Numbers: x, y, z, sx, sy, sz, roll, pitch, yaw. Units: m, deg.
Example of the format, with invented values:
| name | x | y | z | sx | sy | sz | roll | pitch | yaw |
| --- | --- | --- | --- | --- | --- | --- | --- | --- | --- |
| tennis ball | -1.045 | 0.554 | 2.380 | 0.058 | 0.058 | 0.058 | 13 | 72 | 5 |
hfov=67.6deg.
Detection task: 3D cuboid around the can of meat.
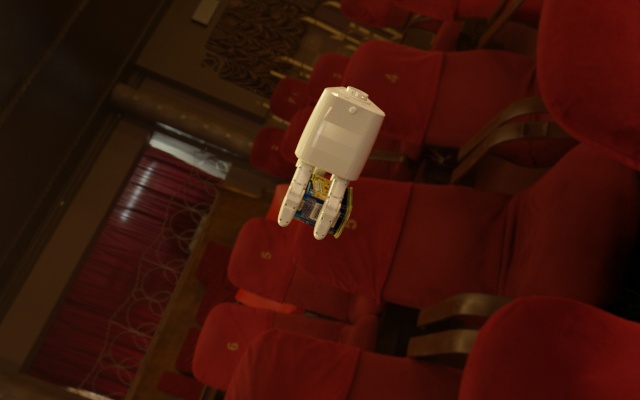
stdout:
| name | x | y | z | sx | sy | sz | roll | pitch | yaw |
| --- | --- | --- | --- | --- | --- | --- | --- | --- | --- |
| can of meat | 0.000 | 0.002 | 0.735 | 0.084 | 0.057 | 0.102 | 23 | 24 | -6 |
